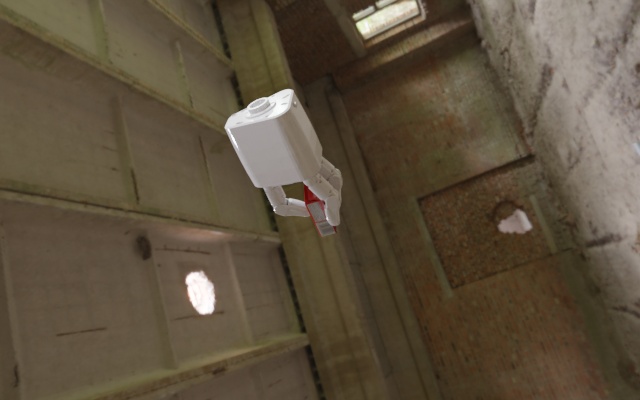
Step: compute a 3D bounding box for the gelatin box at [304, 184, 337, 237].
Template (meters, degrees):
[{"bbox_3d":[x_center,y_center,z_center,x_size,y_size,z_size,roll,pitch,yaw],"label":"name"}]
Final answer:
[{"bbox_3d":[0.000,0.003,0.771,0.030,0.073,0.089,-14,-44,11],"label":"gelatin box"}]
